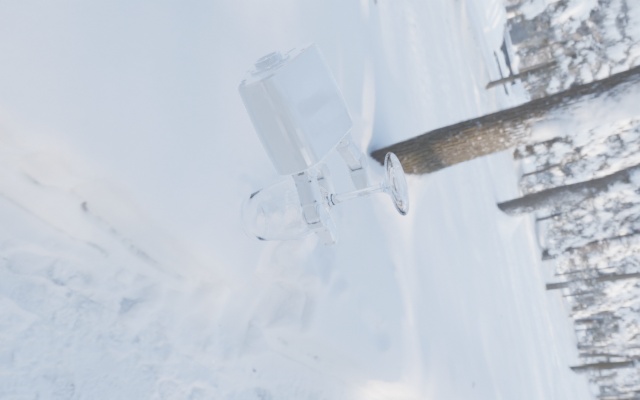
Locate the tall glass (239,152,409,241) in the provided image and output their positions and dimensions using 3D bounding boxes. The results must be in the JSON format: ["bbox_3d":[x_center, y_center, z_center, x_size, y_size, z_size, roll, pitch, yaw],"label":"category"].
[{"bbox_3d":[0.001,0.002,0.582,0.201,0.079,0.079,-14,-6,25],"label":"tall glass"}]
